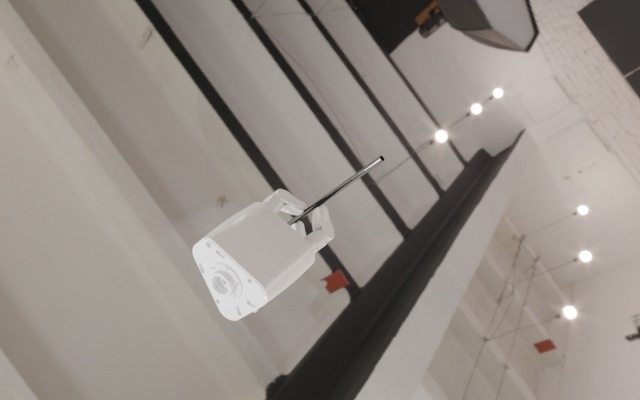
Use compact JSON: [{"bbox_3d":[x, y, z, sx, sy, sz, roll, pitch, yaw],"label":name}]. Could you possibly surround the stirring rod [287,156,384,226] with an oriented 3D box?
[{"bbox_3d":[0.000,0.002,0.672,0.011,0.011,0.240,0,-27,-46],"label":"stirring rod"}]
